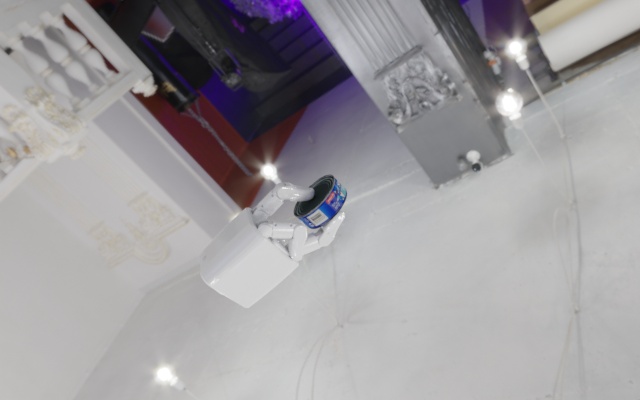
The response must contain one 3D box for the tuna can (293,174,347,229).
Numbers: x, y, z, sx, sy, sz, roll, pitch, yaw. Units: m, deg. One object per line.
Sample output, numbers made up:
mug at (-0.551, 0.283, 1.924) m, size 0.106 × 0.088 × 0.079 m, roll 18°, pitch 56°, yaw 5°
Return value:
tuna can at (0.001, 0.003, 0.741) m, size 0.034 × 0.086 × 0.086 m, roll 43°, pitch -19°, yaw -21°
